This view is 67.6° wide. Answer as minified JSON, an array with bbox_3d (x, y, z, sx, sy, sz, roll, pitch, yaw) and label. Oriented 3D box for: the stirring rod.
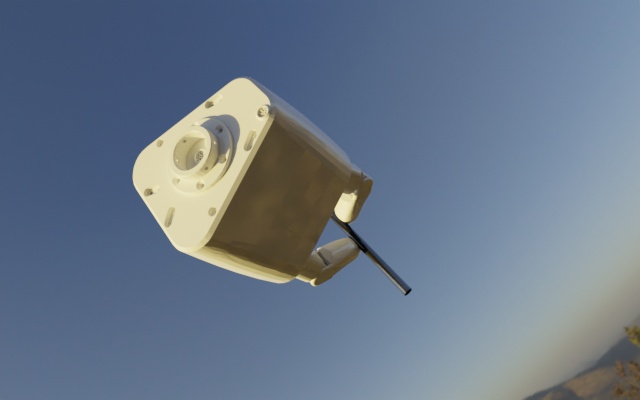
[{"bbox_3d":[0.000,0.001,0.452,0.011,0.011,0.239,0,38,-49],"label":"stirring rod"}]
